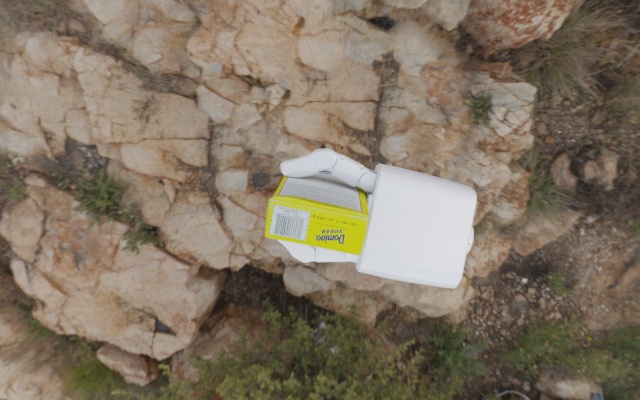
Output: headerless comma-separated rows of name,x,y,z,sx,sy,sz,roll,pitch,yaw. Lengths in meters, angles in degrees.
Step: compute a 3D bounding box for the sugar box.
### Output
sugar box,0.000,0.002,0.513,0.093,0.048,0.176,12,13,0
